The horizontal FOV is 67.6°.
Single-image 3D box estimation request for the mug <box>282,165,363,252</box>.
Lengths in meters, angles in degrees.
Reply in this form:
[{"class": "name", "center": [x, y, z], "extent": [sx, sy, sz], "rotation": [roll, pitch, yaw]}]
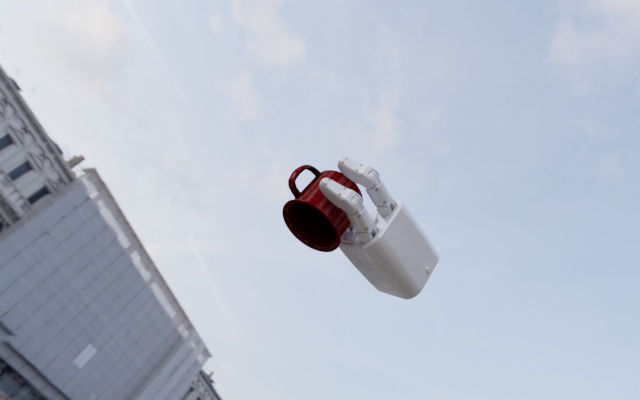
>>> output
[{"class": "mug", "center": [-0.001, 0.001, 0.664], "extent": [0.093, 0.117, 0.081], "rotation": [-19, 25, 50]}]
